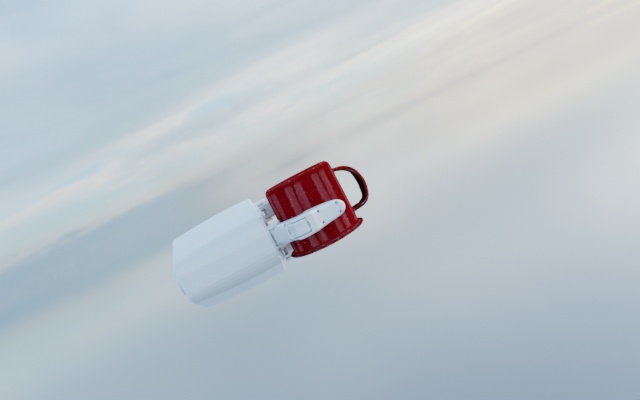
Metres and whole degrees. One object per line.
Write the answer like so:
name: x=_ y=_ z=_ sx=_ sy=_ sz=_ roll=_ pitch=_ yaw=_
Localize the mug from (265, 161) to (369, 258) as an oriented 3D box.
mug: x=0.001 y=0.001 z=0.546 sx=0.117 sy=0.081 sz=0.093 roll=-28 pitch=6 yaw=-10
